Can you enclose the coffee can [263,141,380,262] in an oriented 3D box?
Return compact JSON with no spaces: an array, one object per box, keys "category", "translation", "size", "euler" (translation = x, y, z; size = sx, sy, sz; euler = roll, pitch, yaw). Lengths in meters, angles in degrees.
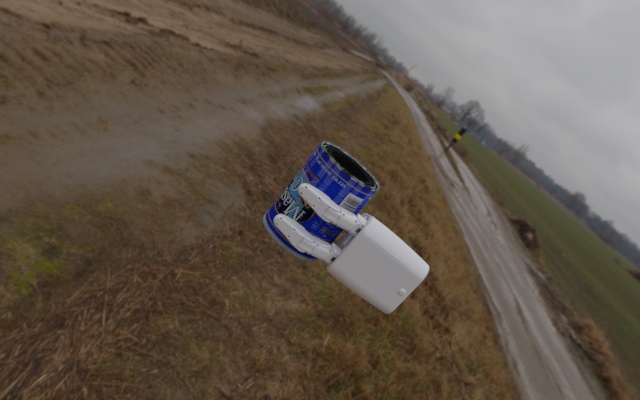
[{"category":"coffee can","translation":[0.000,0.002,0.676],"size":[0.103,0.140,0.102],"euler":[35,18,-13]}]
